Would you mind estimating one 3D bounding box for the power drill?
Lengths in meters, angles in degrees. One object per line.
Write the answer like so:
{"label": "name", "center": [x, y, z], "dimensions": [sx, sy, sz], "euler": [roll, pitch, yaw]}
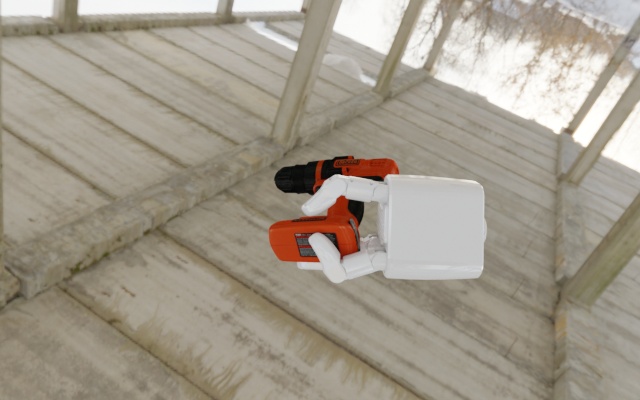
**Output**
{"label": "power drill", "center": [0.000, 0.002, 0.624], "dimensions": [0.184, 0.057, 0.187], "euler": [-3, 32, 21]}
